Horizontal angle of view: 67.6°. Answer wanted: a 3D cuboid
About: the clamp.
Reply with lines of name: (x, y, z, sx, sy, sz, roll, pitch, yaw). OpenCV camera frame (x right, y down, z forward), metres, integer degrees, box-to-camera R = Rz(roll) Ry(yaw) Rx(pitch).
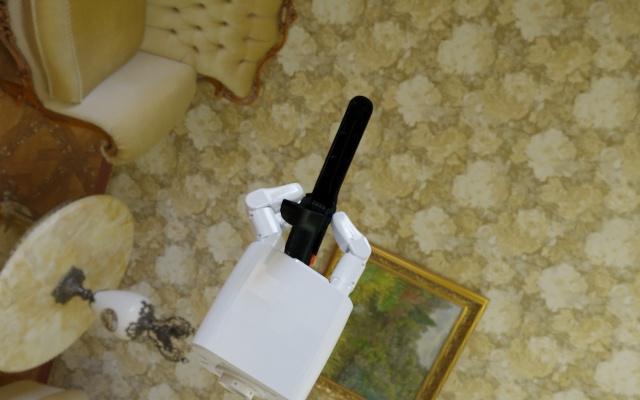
clamp: (0.001, 0.002, 0.498, 0.036, 0.164, 0.210, 26, -31, 8)
